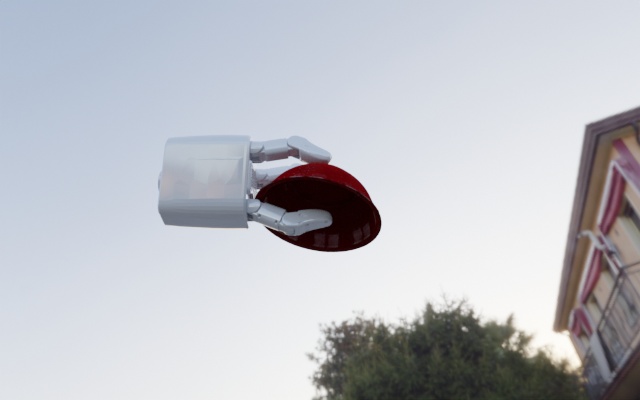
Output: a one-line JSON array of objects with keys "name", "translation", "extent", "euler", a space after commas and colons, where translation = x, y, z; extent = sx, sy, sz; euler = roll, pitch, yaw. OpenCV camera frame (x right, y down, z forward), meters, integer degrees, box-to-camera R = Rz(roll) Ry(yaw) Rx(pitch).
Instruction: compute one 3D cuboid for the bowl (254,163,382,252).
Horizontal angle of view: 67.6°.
[{"name": "bowl", "translation": [0.001, 0.002, 0.609], "extent": [0.162, 0.055, 0.162], "euler": [8, -36, 6]}]
